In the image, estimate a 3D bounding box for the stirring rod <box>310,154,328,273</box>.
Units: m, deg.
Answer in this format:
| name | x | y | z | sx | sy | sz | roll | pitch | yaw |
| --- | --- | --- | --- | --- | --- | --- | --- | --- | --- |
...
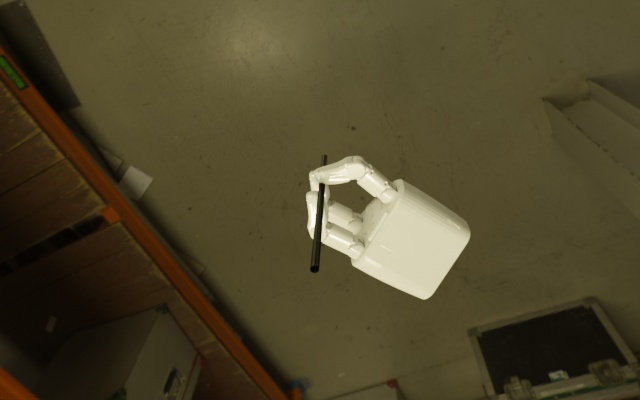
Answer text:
| name | x | y | z | sx | sy | sz | roll | pitch | yaw |
| --- | --- | --- | --- | --- | --- | --- | --- | --- | --- |
| stirring rod | 0.000 | 0.002 | 0.520 | 0.011 | 0.011 | 0.239 | 0 | 29 | 3 |
